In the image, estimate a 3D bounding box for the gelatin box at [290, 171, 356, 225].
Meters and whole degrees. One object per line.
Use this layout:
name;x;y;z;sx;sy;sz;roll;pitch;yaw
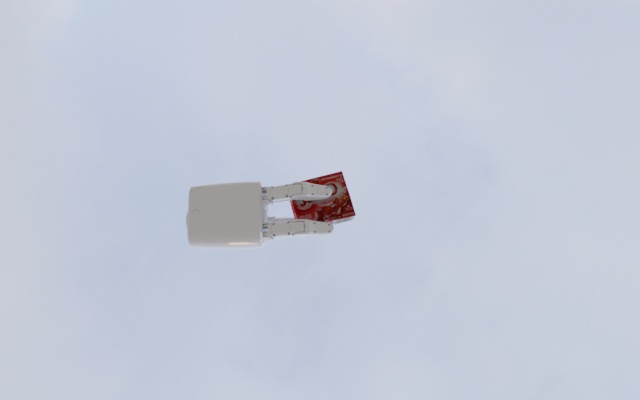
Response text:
gelatin box;0.000;0.002;0.719;0.089;0.073;0.030;-14;-16;-11
